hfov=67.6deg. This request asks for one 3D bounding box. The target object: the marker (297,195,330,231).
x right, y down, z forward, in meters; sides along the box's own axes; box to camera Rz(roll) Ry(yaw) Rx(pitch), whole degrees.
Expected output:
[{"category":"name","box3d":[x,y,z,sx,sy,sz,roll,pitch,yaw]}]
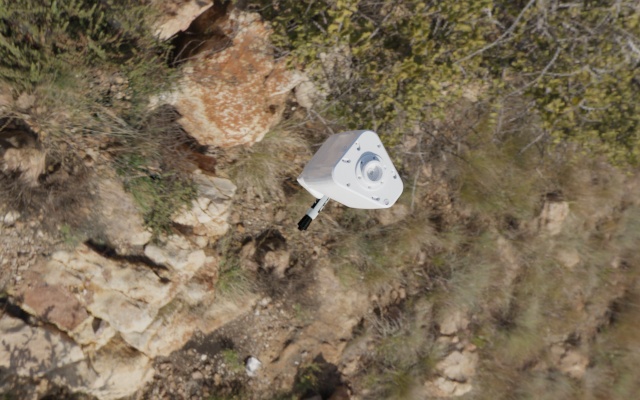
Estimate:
[{"category":"marker","box3d":[0.000,0.003,0.816,0.020,0.121,0.020,36,-12,9]}]
